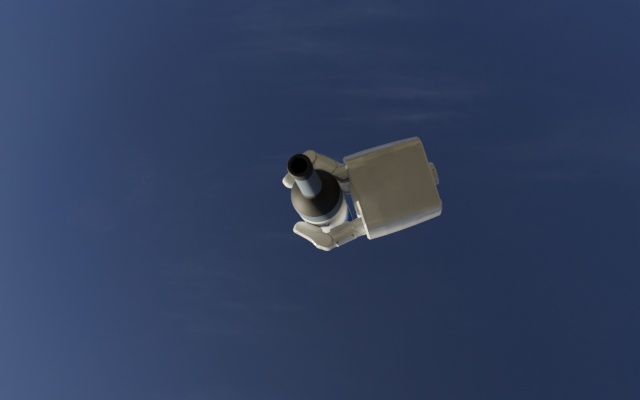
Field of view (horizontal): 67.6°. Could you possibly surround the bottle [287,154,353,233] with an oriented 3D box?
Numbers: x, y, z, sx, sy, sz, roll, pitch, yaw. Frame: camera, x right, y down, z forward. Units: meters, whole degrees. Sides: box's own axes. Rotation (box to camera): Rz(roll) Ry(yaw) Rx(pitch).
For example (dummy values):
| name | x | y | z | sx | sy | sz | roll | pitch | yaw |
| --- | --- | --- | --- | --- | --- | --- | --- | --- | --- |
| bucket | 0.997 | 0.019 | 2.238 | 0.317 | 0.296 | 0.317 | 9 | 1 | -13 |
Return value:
| name | x | y | z | sx | sy | sz | roll | pitch | yaw |
| --- | --- | --- | --- | --- | --- | --- | --- | --- | --- |
| bottle | 0.000 | 0.002 | 0.661 | 0.069 | 0.069 | 0.296 | 0 | -16 | 10 |
